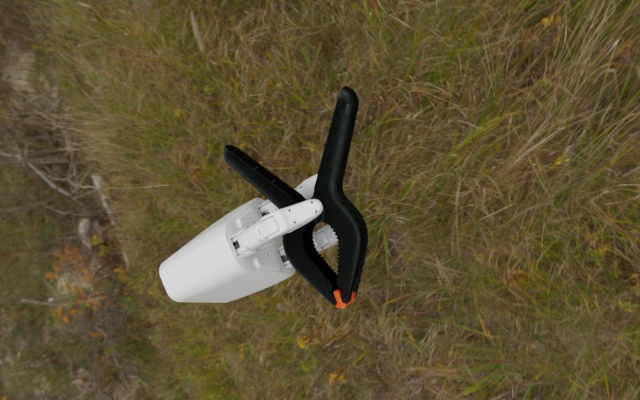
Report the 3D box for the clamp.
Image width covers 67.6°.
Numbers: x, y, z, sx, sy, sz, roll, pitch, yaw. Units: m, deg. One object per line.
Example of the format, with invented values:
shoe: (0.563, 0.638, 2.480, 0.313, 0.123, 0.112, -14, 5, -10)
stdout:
clamp: (0.000, 0.002, 0.481, 0.164, 0.210, 0.036, -29, -8, 28)
